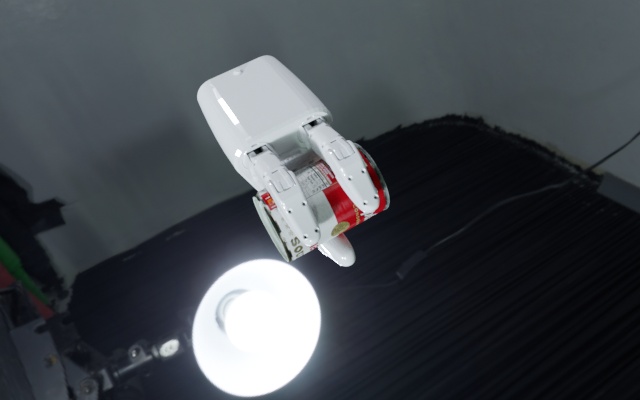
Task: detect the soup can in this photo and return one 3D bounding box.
[{"bbox_3d":[0.000,0.002,0.423,0.102,0.068,0.068,-28,6,-12],"label":"soup can"}]
